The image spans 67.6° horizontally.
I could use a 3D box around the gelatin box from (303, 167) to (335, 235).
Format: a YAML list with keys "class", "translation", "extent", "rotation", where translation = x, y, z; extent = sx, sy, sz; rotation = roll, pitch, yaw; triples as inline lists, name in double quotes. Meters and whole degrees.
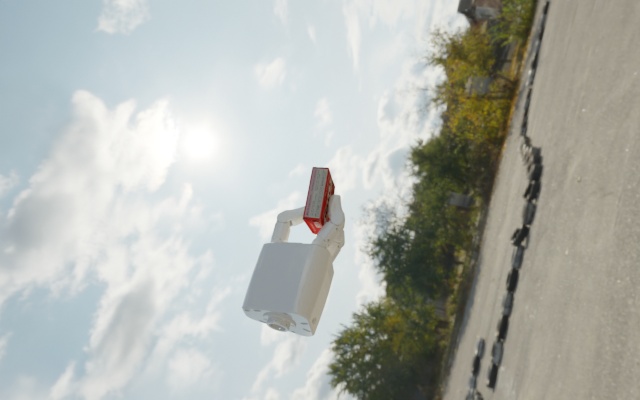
- class: "gelatin box"
  translation: [0.000, 0.002, 0.746]
  extent: [0.030, 0.089, 0.073]
  rotation: [5, -21, 12]
